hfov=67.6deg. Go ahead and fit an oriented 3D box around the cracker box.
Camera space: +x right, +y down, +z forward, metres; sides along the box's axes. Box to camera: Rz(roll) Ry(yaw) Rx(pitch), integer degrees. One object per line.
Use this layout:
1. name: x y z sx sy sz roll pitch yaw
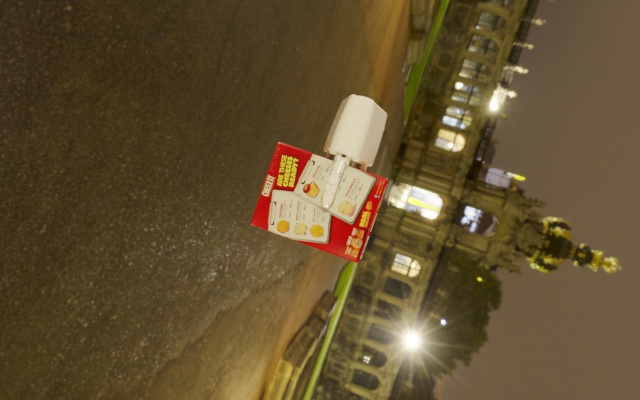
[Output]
1. cracker box: 0.000 0.003 0.894 0.213 0.164 0.072 19 2 8
